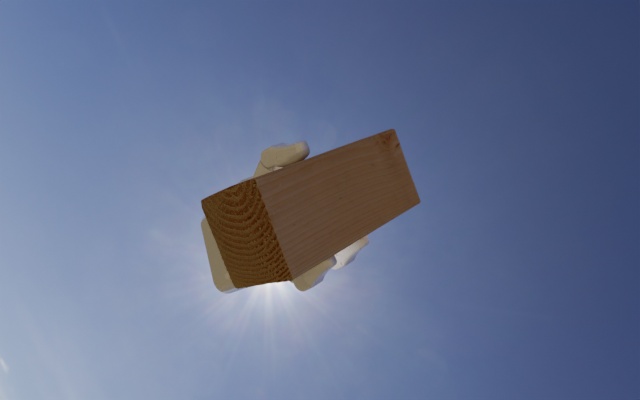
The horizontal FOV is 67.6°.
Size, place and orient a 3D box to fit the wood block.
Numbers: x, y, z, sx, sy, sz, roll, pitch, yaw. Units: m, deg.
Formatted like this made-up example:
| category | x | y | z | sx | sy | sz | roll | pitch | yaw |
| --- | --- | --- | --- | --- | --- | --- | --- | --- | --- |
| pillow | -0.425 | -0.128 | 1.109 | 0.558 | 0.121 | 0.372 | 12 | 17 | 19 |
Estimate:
| category | x | y | z | sx | sy | sz | roll | pitch | yaw |
| --- | --- | --- | --- | --- | --- | --- | --- | --- | --- |
| wood block | 0.000 | 0.001 | 0.481 | 0.090 | 0.091 | 0.206 | -17 | 6 | 45 |
